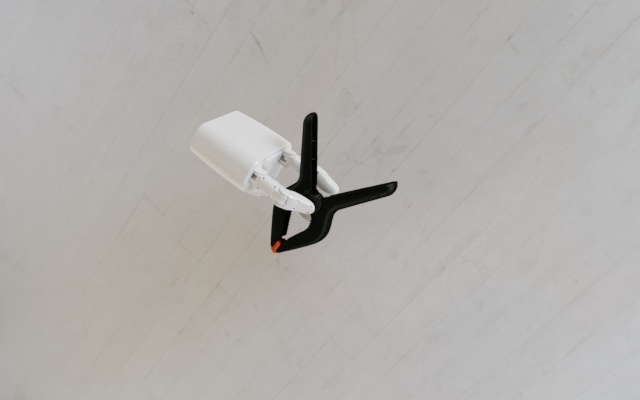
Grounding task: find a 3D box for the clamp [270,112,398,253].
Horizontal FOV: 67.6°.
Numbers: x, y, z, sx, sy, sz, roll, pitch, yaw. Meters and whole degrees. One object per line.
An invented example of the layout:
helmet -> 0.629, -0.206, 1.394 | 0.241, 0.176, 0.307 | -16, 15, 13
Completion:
clamp -> -0.001, 0.003, 0.691 | 0.164, 0.210, 0.036 | 35, 19, 14
